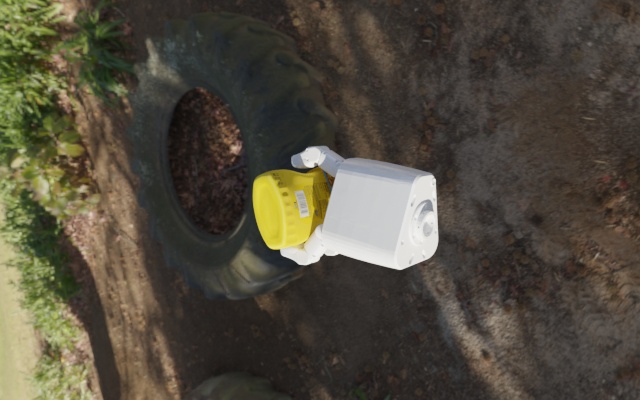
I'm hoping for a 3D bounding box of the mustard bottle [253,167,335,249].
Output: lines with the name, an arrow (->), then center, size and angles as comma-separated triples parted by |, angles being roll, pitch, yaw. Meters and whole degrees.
mustard bottle -> 0.000, 0.002, 0.649 | 0.058, 0.096, 0.191 | -17, -5, 43
